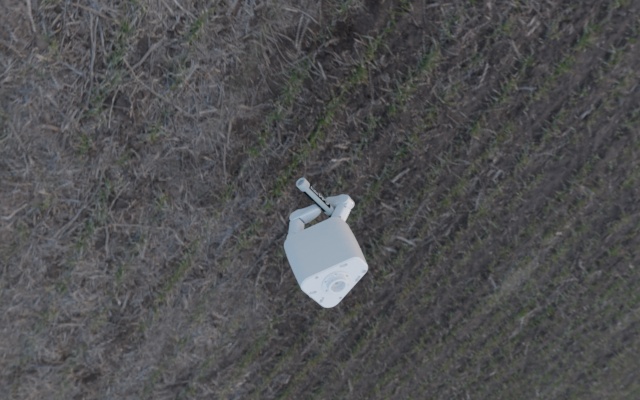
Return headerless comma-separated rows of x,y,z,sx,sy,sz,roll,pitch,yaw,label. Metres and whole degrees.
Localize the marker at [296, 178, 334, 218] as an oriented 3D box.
0.000,0.003,0.834,0.020,0.020,0.121,0,-34,42,marker
